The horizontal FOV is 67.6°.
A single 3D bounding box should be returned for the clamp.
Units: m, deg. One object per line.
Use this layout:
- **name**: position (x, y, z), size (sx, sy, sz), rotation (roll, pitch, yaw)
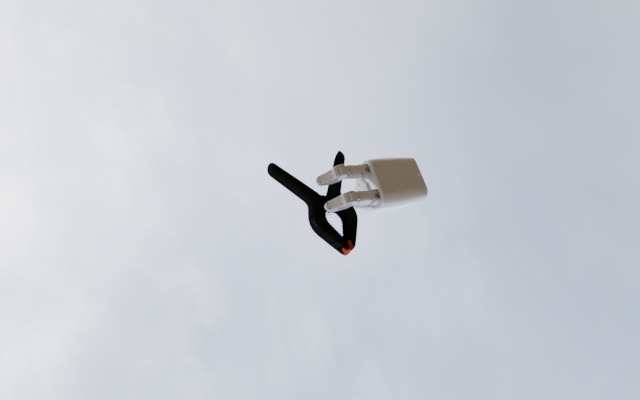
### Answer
- **clamp**: position (0.000, 0.004, 0.870), size (0.164, 0.210, 0.036), rotation (-7, -26, -26)
